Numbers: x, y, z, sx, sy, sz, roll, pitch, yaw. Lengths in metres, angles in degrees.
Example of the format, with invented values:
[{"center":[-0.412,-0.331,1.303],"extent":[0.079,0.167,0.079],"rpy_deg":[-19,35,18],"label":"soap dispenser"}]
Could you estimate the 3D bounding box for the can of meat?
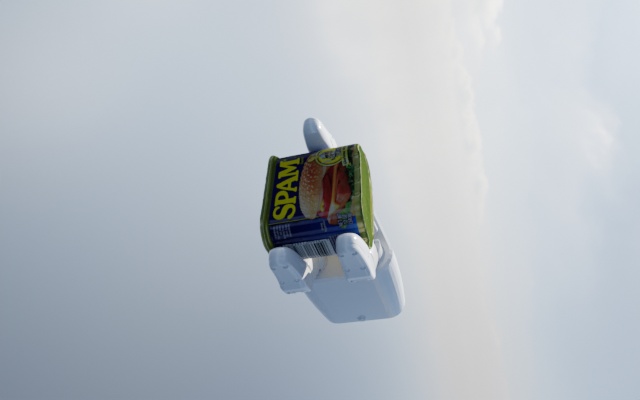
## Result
[{"center":[0.000,0.001,0.413],"extent":[0.084,0.102,0.057],"rpy_deg":[-9,-42,13],"label":"can of meat"}]
